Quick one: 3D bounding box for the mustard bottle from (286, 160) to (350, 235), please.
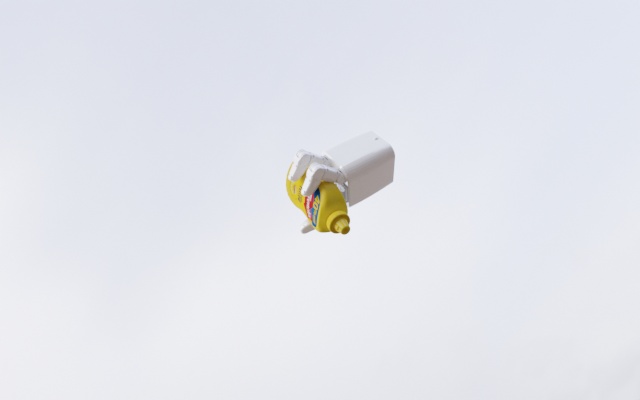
[{"bbox_3d":[0.000,0.003,0.864,0.058,0.096,0.191,-7,33,-28],"label":"mustard bottle"}]
